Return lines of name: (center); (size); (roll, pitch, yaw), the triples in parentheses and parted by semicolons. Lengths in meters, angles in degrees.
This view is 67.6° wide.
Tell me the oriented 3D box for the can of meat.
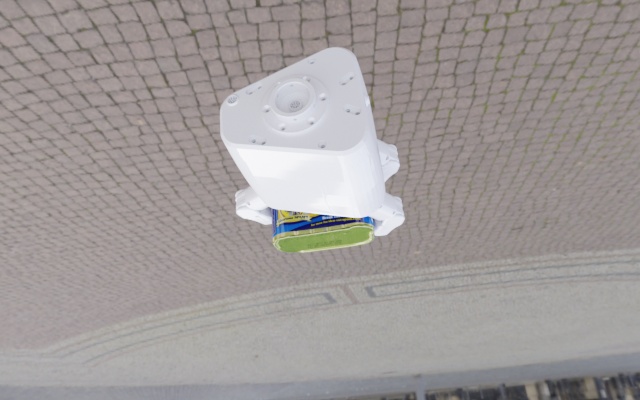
can of meat: (0.000, 0.002, 0.470); (0.102, 0.084, 0.057); (-9, -25, 6)
